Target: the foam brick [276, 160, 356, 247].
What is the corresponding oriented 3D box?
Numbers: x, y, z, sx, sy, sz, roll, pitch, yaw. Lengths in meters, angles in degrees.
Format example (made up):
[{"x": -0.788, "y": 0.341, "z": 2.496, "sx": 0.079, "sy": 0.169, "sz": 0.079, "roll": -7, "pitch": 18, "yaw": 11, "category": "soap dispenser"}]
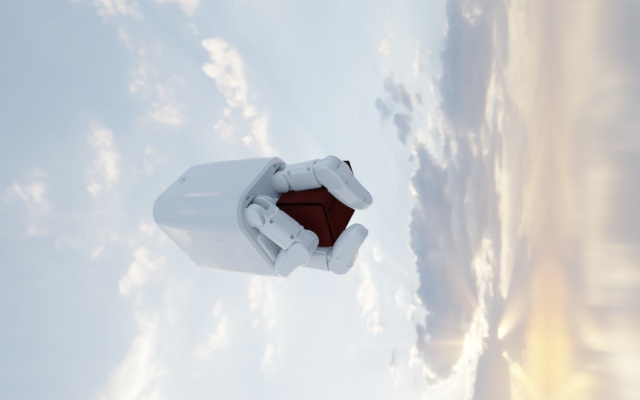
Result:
[{"x": 0.000, "y": 0.001, "z": 0.472, "sx": 0.051, "sy": 0.053, "sz": 0.078, "roll": -1, "pitch": 34, "yaw": 27, "category": "foam brick"}]
